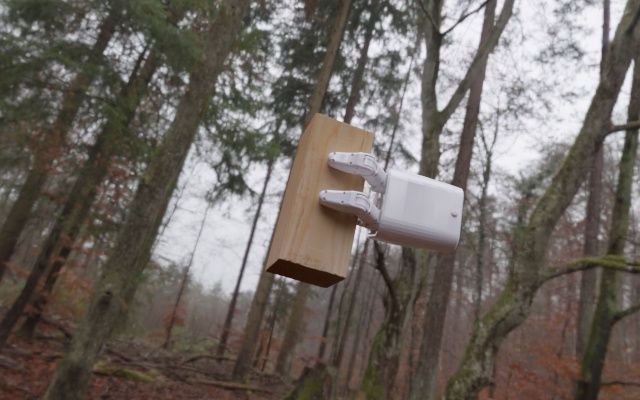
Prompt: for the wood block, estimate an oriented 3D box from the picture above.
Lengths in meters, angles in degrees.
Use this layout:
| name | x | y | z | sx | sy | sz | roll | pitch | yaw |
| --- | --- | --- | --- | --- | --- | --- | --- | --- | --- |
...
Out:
| name | x | y | z | sx | sy | sz | roll | pitch | yaw |
| --- | --- | --- | --- | --- | --- | --- | --- | --- | --- |
| wood block | 0.000 | 0.002 | 0.646 | 0.090 | 0.206 | 0.091 | 18 | -23 | -11 |
